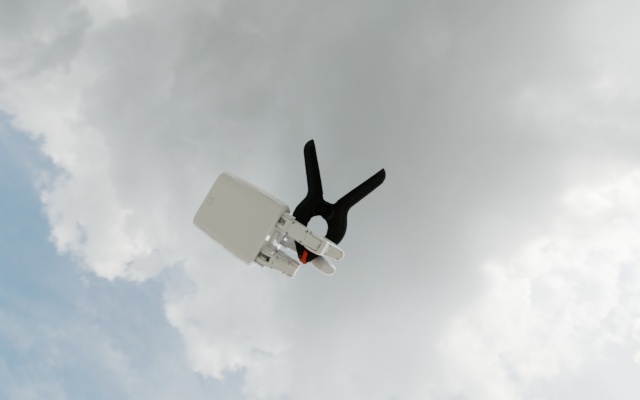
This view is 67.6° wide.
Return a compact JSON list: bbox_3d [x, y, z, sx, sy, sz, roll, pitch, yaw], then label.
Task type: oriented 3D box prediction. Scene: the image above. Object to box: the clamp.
[{"bbox_3d":[0.000,0.002,0.671,0.120,0.171,0.039,32,3,11],"label":"clamp"}]
